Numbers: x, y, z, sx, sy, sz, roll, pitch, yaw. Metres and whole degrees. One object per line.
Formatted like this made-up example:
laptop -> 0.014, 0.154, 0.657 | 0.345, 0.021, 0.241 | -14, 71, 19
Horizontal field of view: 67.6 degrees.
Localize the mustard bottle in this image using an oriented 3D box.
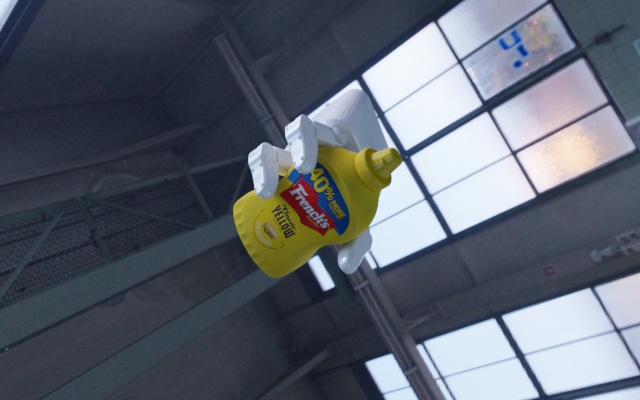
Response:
mustard bottle -> 0.000, 0.002, 0.478 | 0.192, 0.096, 0.058 | -31, -6, 33
